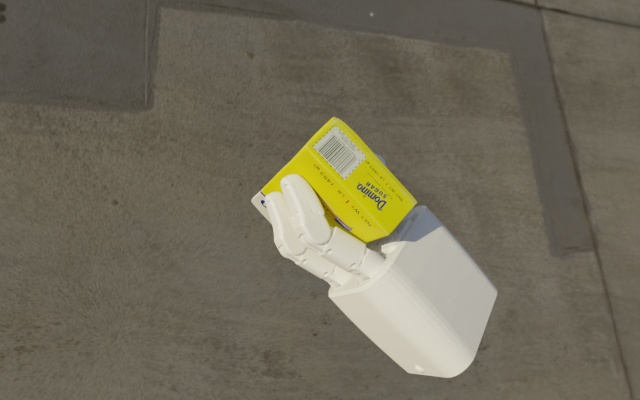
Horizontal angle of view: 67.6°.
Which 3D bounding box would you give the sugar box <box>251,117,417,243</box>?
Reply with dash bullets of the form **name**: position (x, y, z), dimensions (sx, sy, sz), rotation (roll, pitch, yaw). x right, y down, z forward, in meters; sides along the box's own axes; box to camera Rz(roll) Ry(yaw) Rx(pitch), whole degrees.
- **sugar box**: position (0.000, 0.002, 0.431), dimensions (0.048, 0.093, 0.176), rotation (-45, 4, -27)
